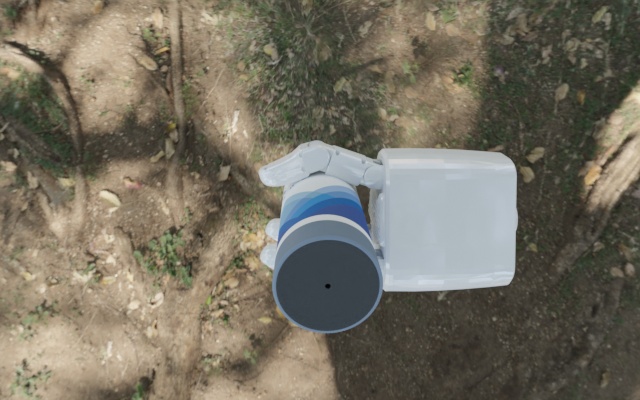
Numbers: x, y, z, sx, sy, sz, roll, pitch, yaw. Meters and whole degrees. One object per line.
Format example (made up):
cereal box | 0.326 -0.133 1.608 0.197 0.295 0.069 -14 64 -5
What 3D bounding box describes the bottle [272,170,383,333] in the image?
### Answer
bottle | 0.000 0.001 0.421 0.069 0.069 0.295 0 20 -2
